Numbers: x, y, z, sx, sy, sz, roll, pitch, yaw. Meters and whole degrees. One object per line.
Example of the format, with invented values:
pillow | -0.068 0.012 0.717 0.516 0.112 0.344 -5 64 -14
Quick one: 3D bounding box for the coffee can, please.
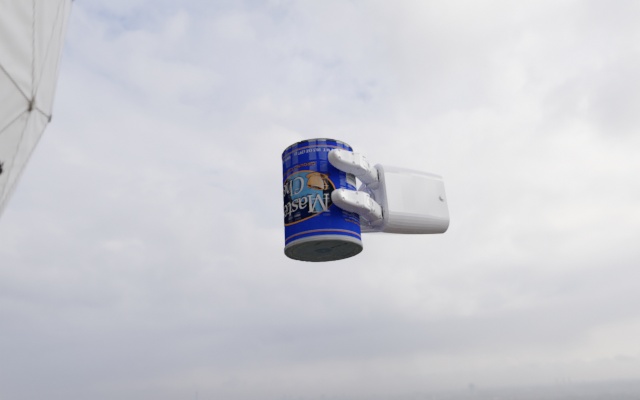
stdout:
coffee can | 0.000 0.002 0.641 0.103 0.140 0.103 -3 -22 -1
